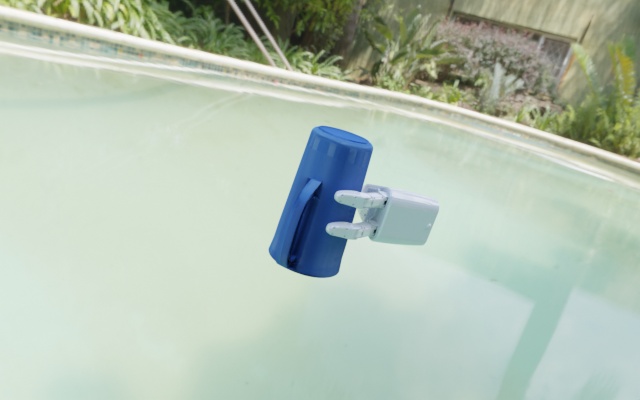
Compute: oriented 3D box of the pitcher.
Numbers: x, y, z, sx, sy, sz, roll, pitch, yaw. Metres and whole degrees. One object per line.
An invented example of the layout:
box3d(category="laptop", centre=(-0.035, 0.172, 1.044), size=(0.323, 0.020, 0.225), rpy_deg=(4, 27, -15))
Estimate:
box3d(category="pitcher", centre=(0.000, 0.003, 0.814), size=(0.145, 0.243, 0.149), rpy_deg=(10, 18, -22))
